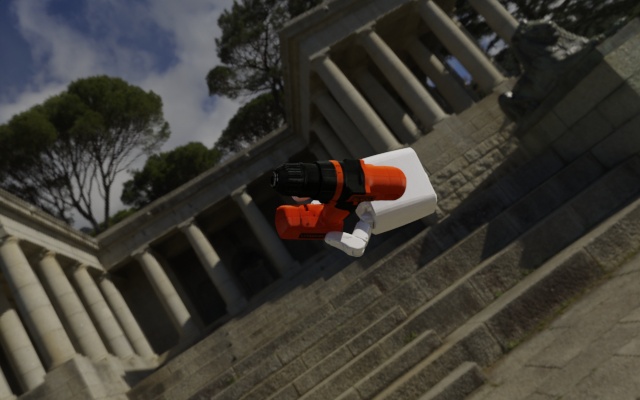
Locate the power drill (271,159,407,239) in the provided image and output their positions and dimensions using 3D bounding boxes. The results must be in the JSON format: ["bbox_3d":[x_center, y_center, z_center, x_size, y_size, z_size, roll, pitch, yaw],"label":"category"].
[{"bbox_3d":[0.000,0.002,0.662,0.184,0.057,0.188,3,-21,-23],"label":"power drill"}]
